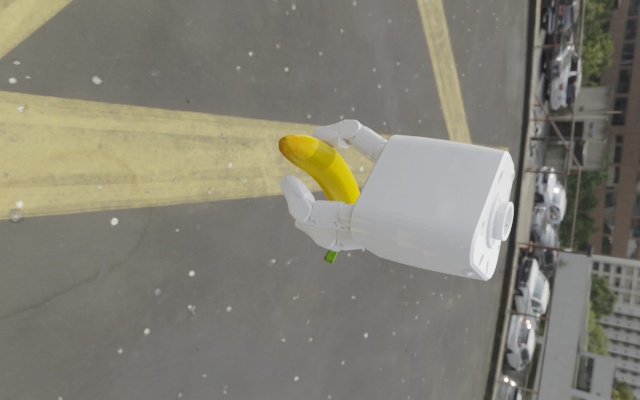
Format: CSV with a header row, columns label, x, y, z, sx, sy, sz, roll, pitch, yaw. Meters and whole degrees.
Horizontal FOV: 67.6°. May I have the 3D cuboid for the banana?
label,x,y,z,sx,sy,sz,roll,pitch,yaw
banana,0.011,-0.009,0.521,0.037,0.069,0.198,17,-34,33
